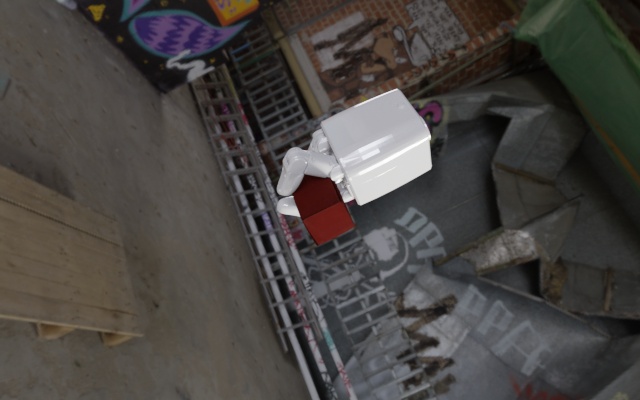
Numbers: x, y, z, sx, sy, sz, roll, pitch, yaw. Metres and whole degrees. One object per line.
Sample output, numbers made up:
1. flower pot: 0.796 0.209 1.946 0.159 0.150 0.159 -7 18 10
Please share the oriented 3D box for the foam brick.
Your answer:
1. foam brick: 0.000 0.002 0.566 0.051 0.078 0.053 -25 -44 3
